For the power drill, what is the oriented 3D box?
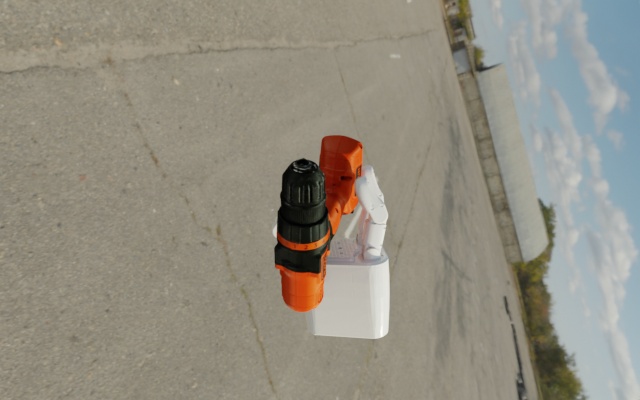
[{"bbox_3d":[0.000,0.002,0.532,0.057,0.185,0.187,13,38,12],"label":"power drill"}]
